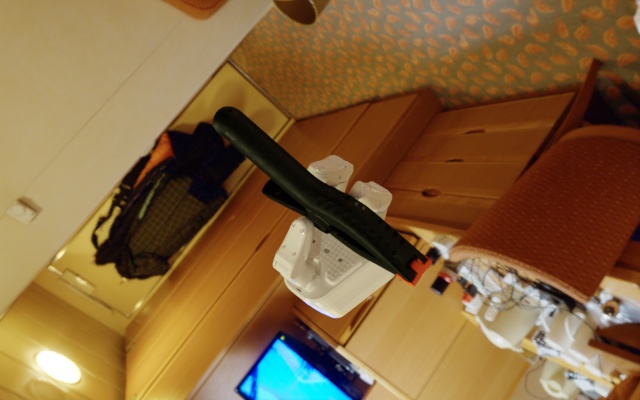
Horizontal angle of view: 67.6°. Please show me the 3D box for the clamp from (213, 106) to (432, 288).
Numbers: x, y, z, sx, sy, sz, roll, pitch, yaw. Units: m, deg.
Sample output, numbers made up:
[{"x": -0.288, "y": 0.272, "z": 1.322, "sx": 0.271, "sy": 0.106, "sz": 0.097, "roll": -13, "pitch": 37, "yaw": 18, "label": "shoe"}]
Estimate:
[{"x": 0.000, "y": 0.002, "z": 0.420, "sx": 0.210, "sy": 0.036, "sz": 0.165, "roll": 33, "pitch": -11, "yaw": 26, "label": "clamp"}]
